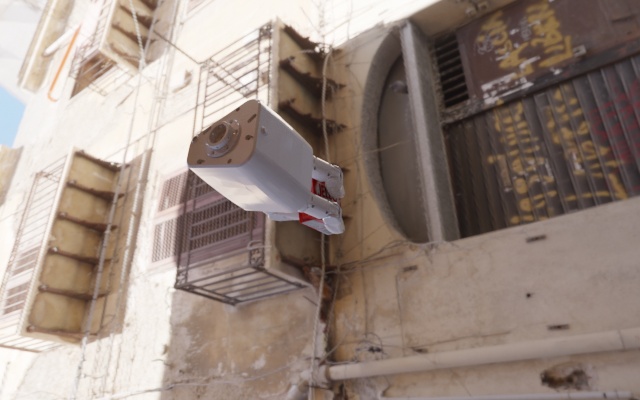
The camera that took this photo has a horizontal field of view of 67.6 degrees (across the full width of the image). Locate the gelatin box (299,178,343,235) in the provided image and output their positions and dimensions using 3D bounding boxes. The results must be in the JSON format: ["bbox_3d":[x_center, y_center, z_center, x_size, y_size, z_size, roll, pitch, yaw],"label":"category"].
[{"bbox_3d":[0.000,0.002,0.660,0.030,0.073,0.089,-13,-21,24],"label":"gelatin box"}]
